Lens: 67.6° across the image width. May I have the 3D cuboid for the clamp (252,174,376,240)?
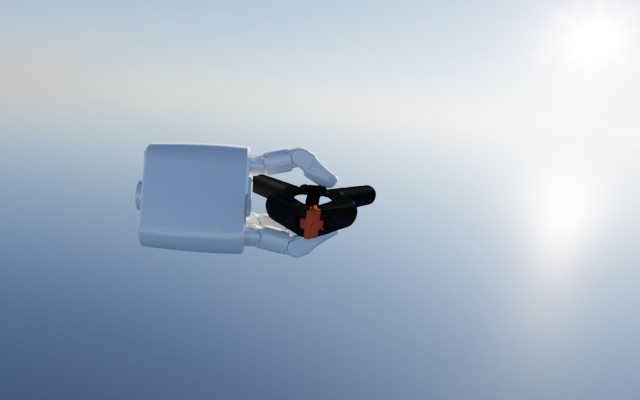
[{"bbox_3d":[0.000,0.001,0.527,0.164,0.036,0.210,4,11,-9],"label":"clamp"}]
